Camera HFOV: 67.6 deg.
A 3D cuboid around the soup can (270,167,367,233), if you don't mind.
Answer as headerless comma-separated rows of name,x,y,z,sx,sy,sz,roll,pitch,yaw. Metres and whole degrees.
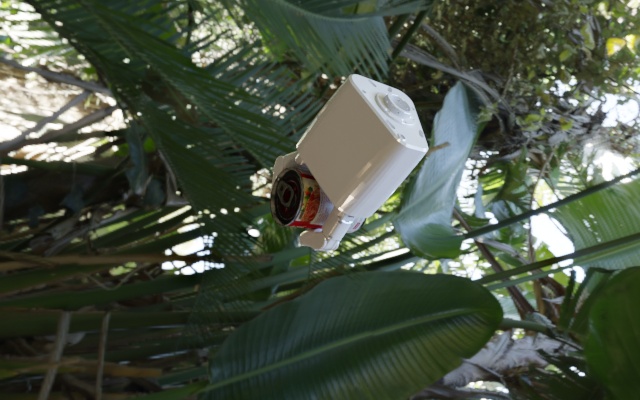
soup can,0.000,0.002,0.575,0.102,0.068,0.068,9,-5,-36
